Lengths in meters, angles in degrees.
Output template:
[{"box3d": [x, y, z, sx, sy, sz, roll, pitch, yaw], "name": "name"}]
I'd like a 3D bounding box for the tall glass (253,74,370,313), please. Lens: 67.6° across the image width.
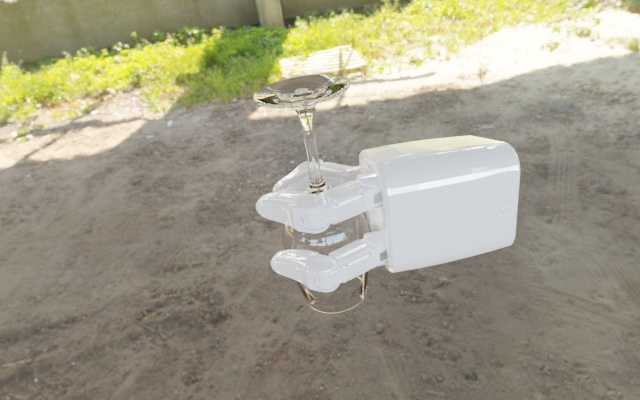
[{"box3d": [0.000, 0.001, 0.409, 0.079, 0.201, 0.079, -7, 29, 4], "name": "tall glass"}]
